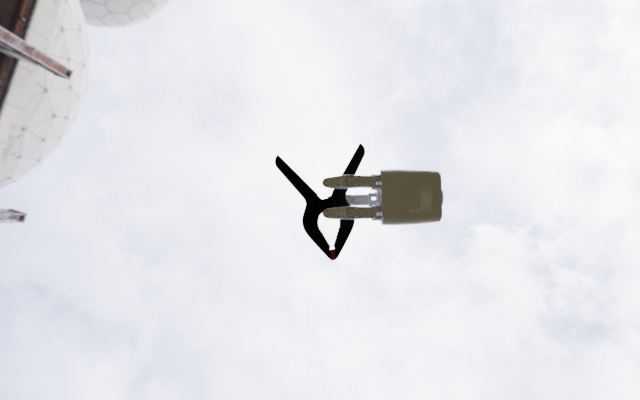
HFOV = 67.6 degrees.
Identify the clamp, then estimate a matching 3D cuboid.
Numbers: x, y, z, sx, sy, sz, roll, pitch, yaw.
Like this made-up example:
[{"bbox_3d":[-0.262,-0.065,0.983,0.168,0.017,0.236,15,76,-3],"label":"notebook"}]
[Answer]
[{"bbox_3d":[0.000,0.003,0.867,0.164,0.210,0.036,-1,-2,3],"label":"clamp"}]
